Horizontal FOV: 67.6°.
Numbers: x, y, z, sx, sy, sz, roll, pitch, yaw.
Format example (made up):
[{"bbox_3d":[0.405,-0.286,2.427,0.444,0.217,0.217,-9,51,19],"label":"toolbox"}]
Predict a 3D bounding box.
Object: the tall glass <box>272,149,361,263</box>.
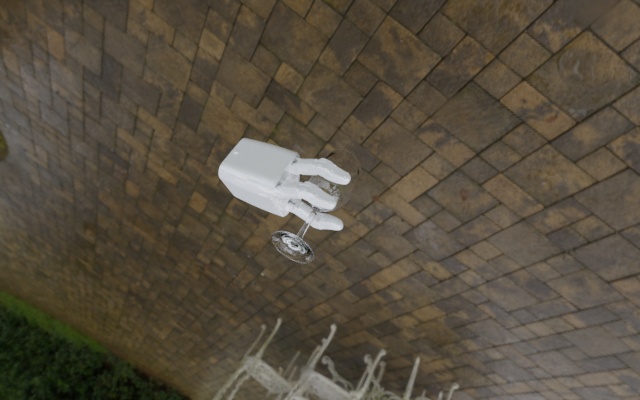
[{"bbox_3d":[0.000,0.003,0.788,0.079,0.201,0.079,21,-35,16],"label":"tall glass"}]
